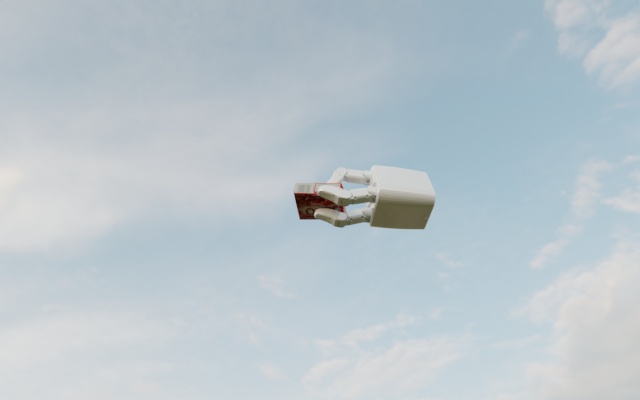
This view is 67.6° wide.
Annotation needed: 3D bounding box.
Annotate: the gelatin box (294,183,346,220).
[{"bbox_3d":[0.000,0.003,0.880,0.089,0.030,0.073,0,-43,10],"label":"gelatin box"}]
